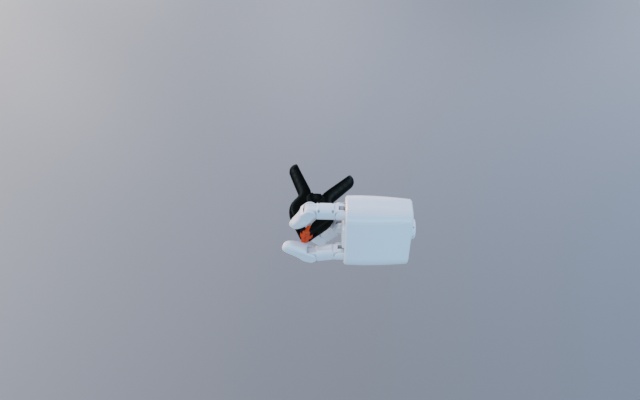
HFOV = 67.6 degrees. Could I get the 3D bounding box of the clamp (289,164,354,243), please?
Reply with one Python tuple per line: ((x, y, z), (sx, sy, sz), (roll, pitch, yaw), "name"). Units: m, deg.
((0.000, 0.002, 0.840), (0.120, 0.171, 0.039), (2, -41, 1), "clamp")
